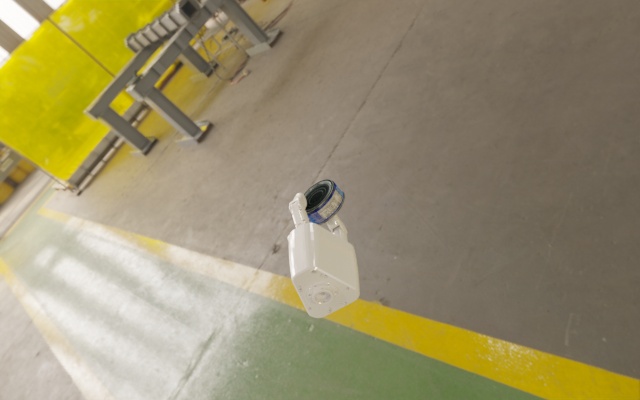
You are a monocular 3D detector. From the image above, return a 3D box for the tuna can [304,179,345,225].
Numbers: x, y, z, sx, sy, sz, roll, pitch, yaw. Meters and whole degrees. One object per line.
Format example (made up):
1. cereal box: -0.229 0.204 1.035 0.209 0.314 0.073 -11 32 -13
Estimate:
1. tuna can: 0.000 0.002 0.856 0.034 0.086 0.086 47 -25 -26
